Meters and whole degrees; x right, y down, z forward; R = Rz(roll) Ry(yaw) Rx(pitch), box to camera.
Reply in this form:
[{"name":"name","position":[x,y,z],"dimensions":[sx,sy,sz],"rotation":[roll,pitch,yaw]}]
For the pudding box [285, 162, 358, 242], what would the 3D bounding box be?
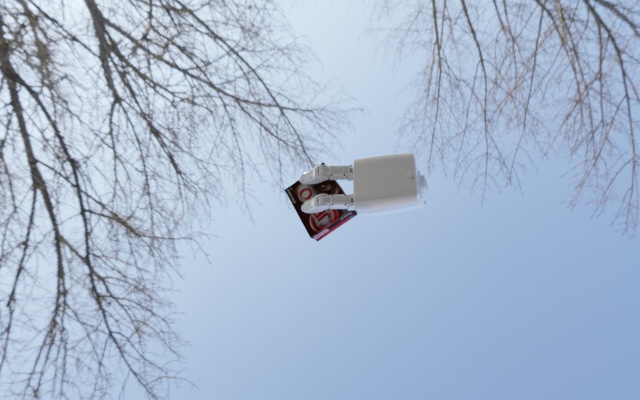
[{"name":"pudding box","position":[0.000,0.003,0.851],"dimensions":[0.090,0.113,0.039],"rotation":[-35,-29,8]}]
